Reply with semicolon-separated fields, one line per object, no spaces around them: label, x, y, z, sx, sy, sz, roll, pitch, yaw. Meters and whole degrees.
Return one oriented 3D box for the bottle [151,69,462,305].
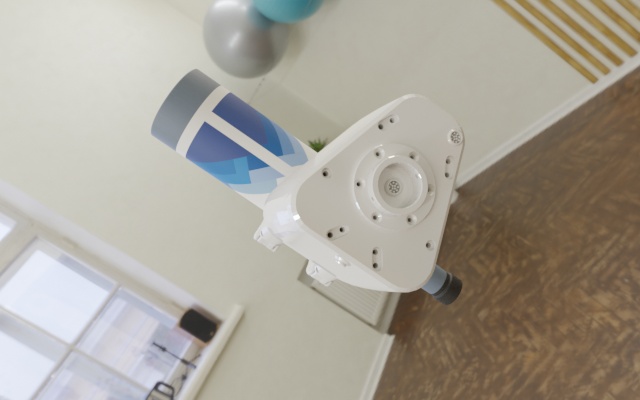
bottle;0.000;0.001;0.414;0.296;0.069;0.069;34;-6;-8
